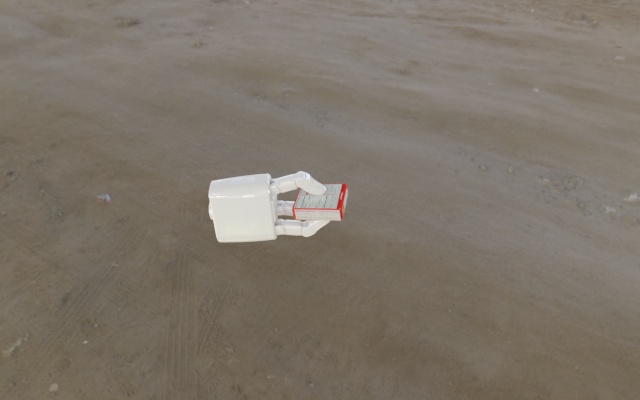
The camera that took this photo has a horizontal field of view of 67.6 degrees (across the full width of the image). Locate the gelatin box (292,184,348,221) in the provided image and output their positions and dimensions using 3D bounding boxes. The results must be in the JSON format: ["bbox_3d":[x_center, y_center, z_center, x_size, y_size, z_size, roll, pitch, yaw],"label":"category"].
[{"bbox_3d":[0.000,0.002,0.852,0.089,0.030,0.073,0,39,13],"label":"gelatin box"}]
